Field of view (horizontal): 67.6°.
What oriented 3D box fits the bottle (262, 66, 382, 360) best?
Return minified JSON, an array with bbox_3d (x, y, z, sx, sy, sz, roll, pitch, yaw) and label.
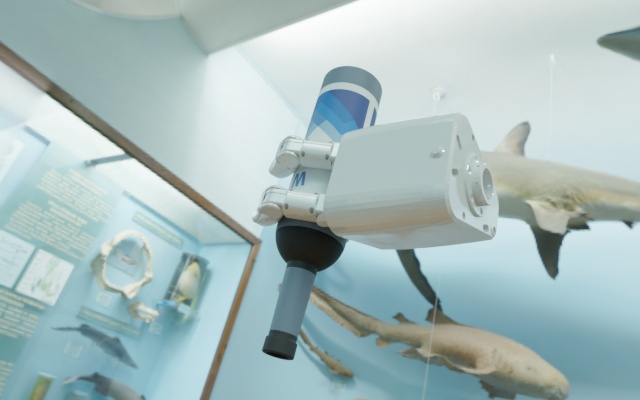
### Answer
[{"bbox_3d":[0.000,0.001,0.459,0.069,0.295,0.069,12,-27,7],"label":"bottle"}]
